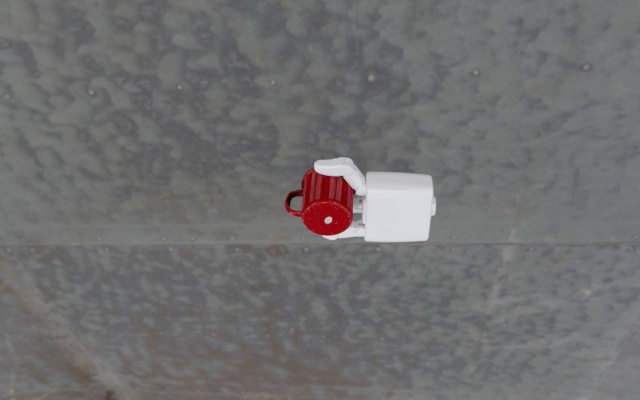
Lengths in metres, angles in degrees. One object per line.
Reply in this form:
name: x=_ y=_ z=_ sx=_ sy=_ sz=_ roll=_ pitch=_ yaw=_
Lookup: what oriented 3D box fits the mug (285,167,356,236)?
mug: x=-0.001 y=0.003 z=0.770 sx=0.117 sy=0.093 sz=0.081 roll=-1 pitch=44 yaw=5
